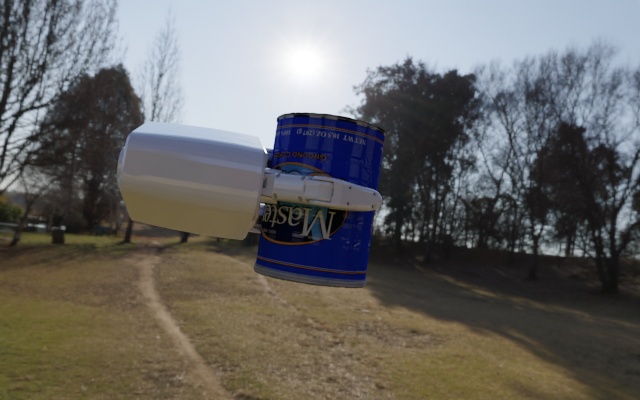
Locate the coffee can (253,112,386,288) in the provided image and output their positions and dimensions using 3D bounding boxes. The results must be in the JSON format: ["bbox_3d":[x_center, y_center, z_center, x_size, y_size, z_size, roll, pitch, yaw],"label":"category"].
[{"bbox_3d":[0.000,0.002,0.437,0.103,0.140,0.103,8,-3,0],"label":"coffee can"}]
